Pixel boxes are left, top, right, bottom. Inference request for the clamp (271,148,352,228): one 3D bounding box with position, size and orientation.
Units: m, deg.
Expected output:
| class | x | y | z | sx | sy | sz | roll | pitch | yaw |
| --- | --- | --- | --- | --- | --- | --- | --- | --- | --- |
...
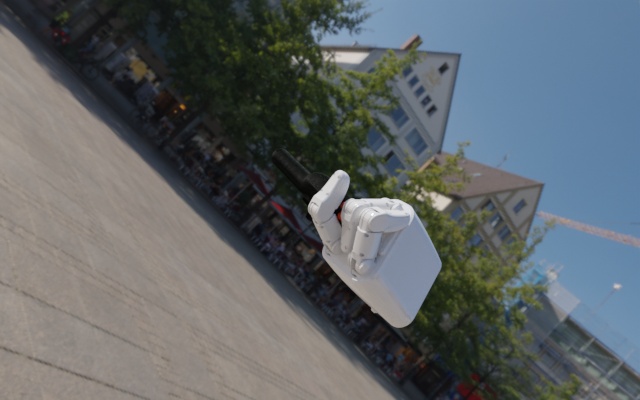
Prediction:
| class | x | y | z | sx | sy | sz | roll | pitch | yaw |
| --- | --- | --- | --- | --- | --- | --- | --- | --- | --- |
| clamp | 0.001 | 0.002 | 0.615 | 0.039 | 0.120 | 0.171 | -40 | 35 | -8 |
